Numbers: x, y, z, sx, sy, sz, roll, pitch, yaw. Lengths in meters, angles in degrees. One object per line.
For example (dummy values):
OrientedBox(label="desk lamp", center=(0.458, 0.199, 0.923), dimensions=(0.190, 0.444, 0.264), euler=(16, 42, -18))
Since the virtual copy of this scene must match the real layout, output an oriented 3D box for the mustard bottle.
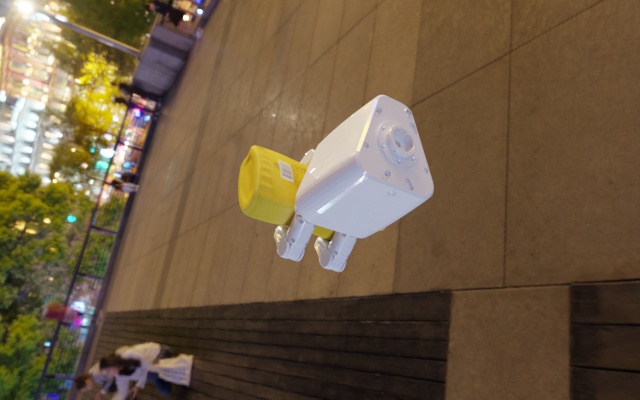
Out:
OrientedBox(label="mustard bottle", center=(0.000, 0.002, 0.569), dimensions=(0.192, 0.058, 0.096), euler=(19, 33, -26))
